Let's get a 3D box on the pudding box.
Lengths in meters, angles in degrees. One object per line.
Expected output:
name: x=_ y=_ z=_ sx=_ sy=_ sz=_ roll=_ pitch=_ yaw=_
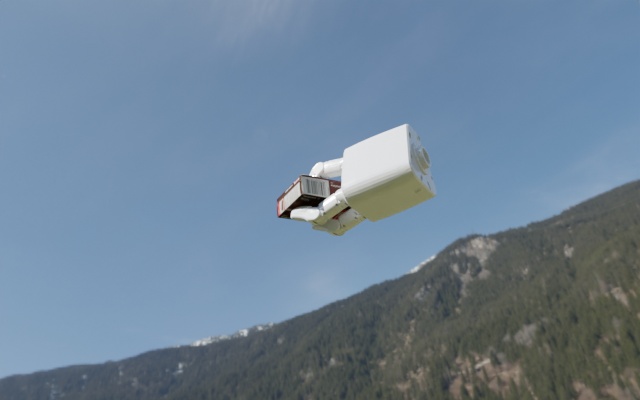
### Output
pudding box: x=0.000 y=0.002 z=0.748 sx=0.113 sy=0.039 sz=0.090 roll=12 pitch=-31 yaw=-26
